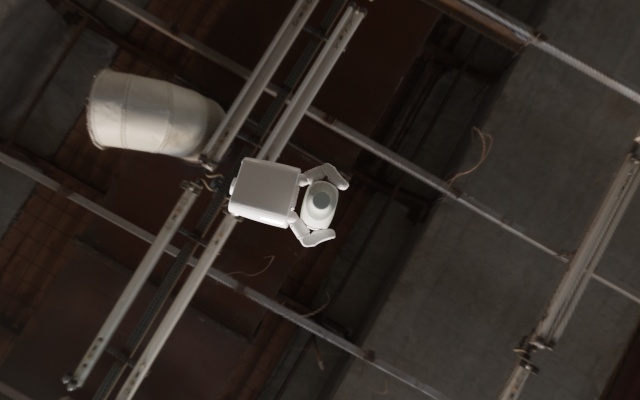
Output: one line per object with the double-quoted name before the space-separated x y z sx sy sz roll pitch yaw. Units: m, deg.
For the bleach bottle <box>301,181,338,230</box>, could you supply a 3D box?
"bleach bottle" 0.000 0.003 0.869 0.068 0.102 0.251 15 -5 0
